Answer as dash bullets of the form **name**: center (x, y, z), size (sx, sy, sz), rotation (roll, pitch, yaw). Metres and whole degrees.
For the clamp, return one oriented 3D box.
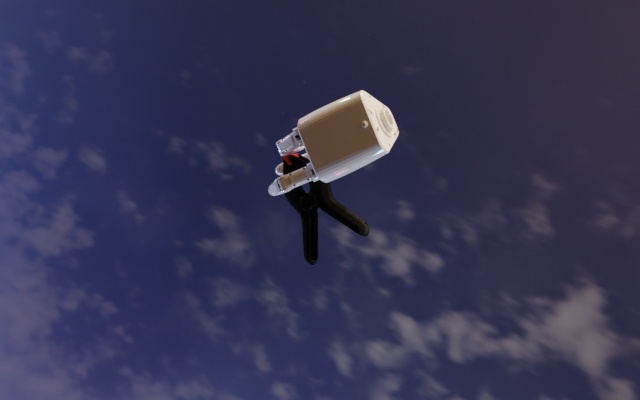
- **clamp**: center (0.000, 0.002, 0.714), size (0.120, 0.171, 0.039), rotation (-22, -1, 27)
